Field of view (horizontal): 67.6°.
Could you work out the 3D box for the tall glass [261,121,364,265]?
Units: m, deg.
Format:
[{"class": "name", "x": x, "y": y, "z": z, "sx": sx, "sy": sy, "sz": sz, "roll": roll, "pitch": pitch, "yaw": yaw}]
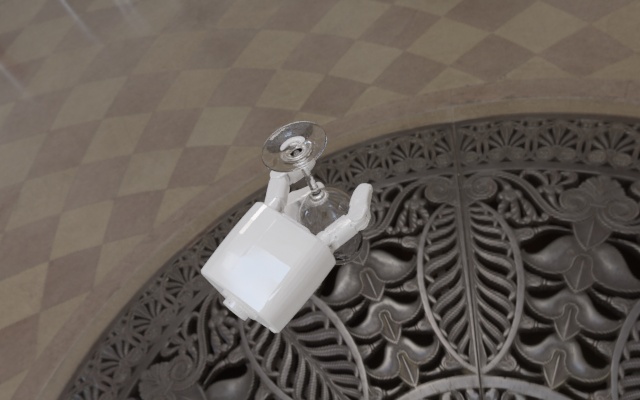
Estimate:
[{"class": "tall glass", "x": 0.000, "y": 0.001, "z": 0.583, "sx": 0.079, "sy": 0.079, "sz": 0.201, "roll": 0, "pitch": -37, "yaw": 22}]
